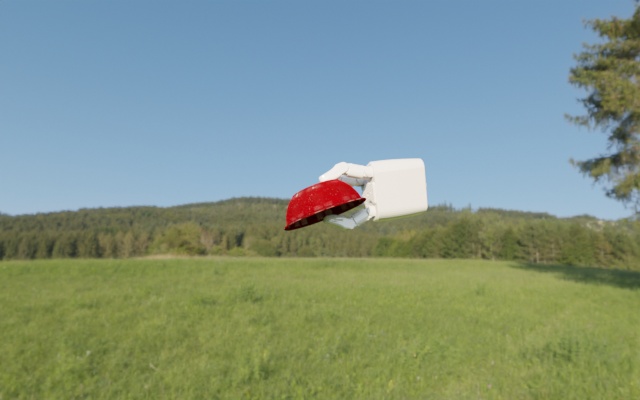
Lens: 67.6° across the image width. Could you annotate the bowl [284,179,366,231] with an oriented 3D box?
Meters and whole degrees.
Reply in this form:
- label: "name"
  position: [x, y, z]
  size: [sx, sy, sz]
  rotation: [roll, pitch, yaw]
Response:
- label: "bowl"
  position: [-0.001, 0.003, 0.879]
  size: [0.162, 0.055, 0.162]
  rotation: [-20, -8, -3]
